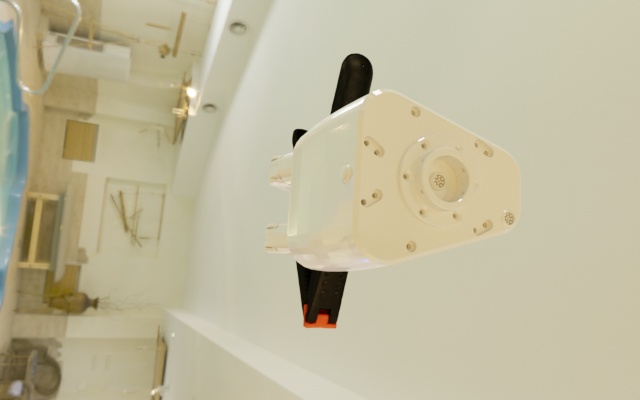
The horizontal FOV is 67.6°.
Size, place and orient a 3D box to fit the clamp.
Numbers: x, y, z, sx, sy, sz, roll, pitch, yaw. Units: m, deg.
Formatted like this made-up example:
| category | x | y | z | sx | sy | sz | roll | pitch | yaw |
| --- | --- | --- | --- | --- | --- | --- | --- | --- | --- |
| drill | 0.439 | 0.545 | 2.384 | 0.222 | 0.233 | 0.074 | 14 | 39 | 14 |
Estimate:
| category | x | y | z | sx | sy | sz | roll | pitch | yaw |
| --- | --- | --- | --- | --- | --- | --- | --- | --- | --- |
| clamp | 0.001 | 0.002 | 0.417 | 0.036 | 0.210 | 0.164 | 6 | -9 | -16 |
